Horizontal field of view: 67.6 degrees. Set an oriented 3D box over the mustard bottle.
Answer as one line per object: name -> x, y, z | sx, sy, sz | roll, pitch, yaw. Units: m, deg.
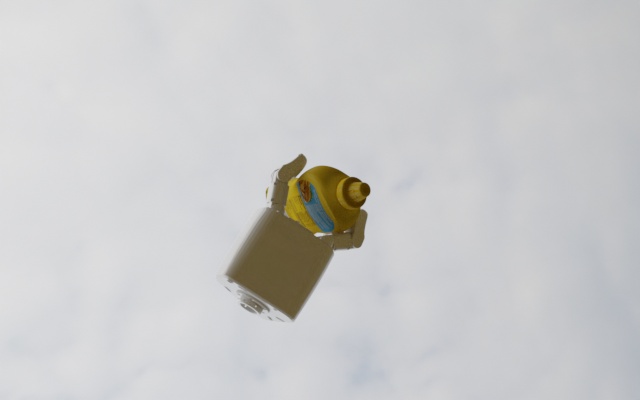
mustard bottle -> 0.000, 0.002, 0.655 | 0.058, 0.096, 0.191 | -33, 10, -34
